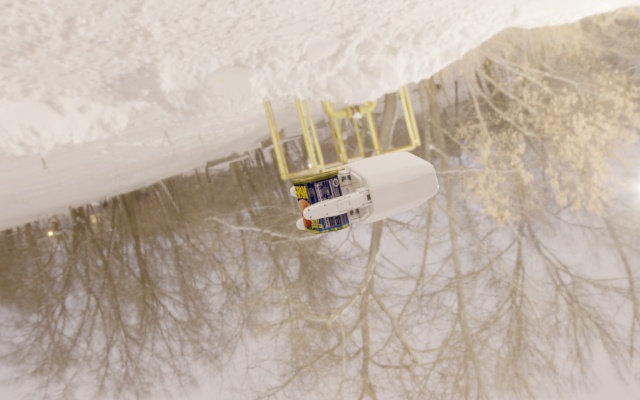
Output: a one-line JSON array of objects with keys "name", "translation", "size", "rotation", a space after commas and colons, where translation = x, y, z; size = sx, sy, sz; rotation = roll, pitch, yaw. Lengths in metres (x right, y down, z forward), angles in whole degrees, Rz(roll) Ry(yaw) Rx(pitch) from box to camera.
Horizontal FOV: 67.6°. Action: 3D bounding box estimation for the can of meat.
[{"name": "can of meat", "translation": [0.000, 0.003, 0.714], "size": [0.057, 0.084, 0.102], "rotation": [-16, 5, -15]}]
